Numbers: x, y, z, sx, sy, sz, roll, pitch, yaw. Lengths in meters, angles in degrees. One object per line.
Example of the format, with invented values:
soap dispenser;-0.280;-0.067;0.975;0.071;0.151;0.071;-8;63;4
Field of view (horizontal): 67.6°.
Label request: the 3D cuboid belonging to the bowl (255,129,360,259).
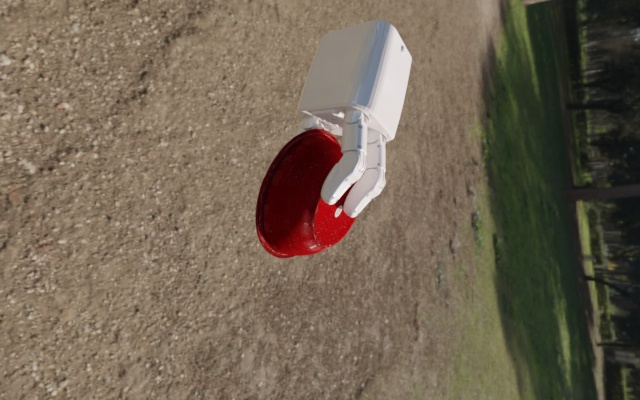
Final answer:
bowl;0.000;0.003;0.555;0.055;0.162;0.162;23;13;32
